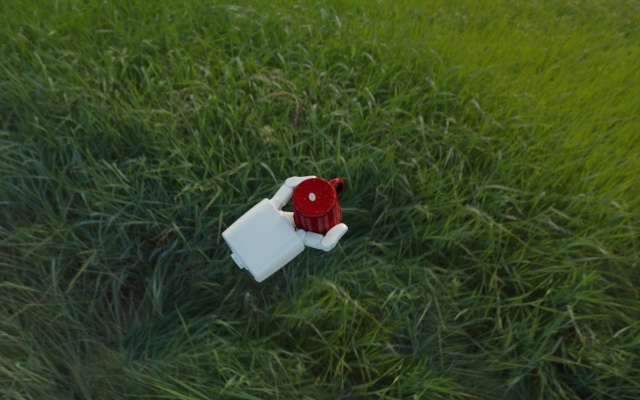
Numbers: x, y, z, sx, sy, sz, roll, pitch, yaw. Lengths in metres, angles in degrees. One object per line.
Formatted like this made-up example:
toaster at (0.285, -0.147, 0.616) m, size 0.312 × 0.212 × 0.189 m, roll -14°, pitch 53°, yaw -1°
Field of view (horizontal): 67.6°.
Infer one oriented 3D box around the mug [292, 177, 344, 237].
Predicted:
mug at (0.001, 0.002, 0.877) m, size 0.117 × 0.093 × 0.081 m, roll -40°, pitch -22°, yaw -14°
